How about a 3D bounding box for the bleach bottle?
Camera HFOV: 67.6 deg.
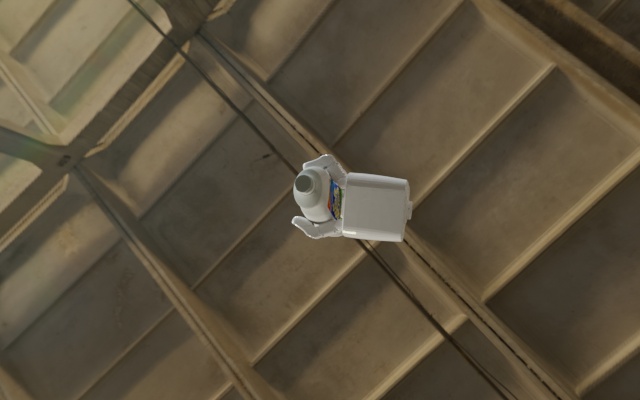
[{"bbox_3d":[0.000,0.003,0.871,0.068,0.102,0.251,6,-8,14],"label":"bleach bottle"}]
